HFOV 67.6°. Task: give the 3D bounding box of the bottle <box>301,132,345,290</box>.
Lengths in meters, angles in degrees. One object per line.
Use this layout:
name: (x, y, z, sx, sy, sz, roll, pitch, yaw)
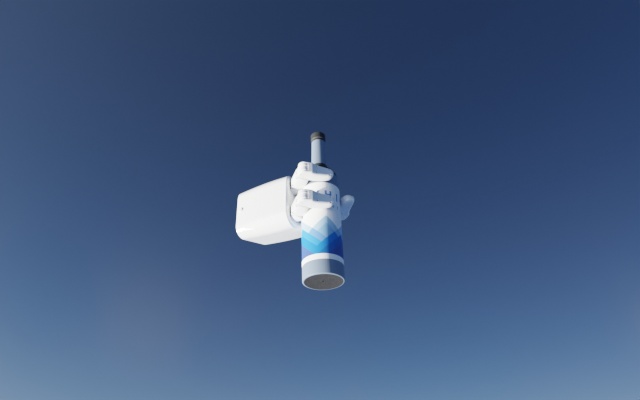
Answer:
bottle: (0.000, 0.003, 0.818, 0.069, 0.295, 0.069, -2, -33, -1)
